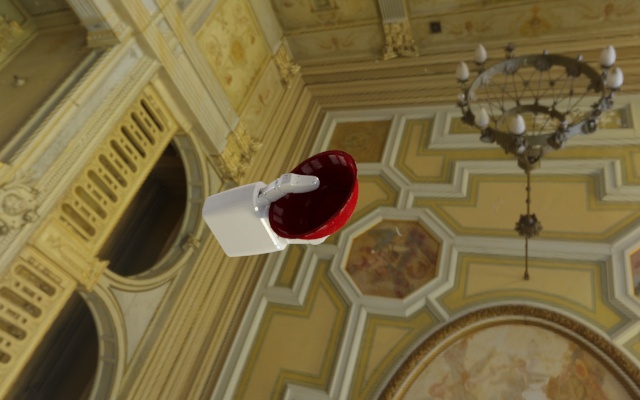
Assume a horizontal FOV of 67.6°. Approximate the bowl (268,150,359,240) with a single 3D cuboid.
[{"bbox_3d":[0.001,0.003,0.724,0.162,0.162,0.055,0,-35,44],"label":"bowl"}]
